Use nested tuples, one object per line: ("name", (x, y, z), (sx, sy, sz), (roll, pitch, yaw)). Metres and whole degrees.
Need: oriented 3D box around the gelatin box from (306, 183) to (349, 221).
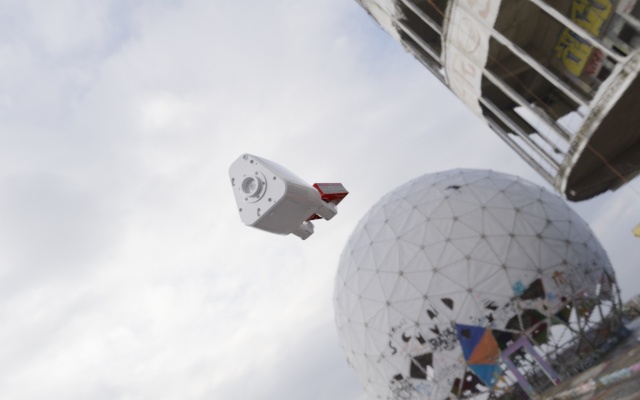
("gelatin box", (0.000, 0.002, 0.852), (0.073, 0.030, 0.089), (-48, -22, 26))
